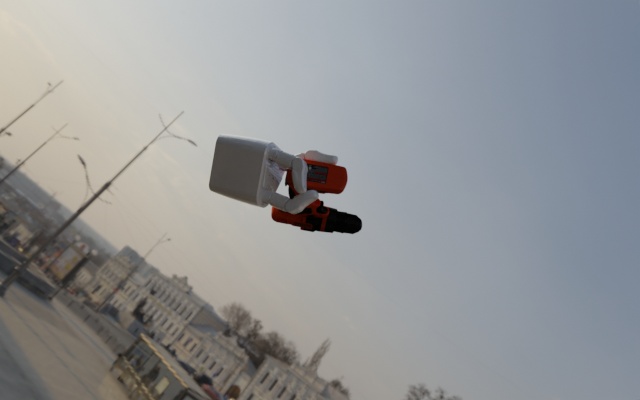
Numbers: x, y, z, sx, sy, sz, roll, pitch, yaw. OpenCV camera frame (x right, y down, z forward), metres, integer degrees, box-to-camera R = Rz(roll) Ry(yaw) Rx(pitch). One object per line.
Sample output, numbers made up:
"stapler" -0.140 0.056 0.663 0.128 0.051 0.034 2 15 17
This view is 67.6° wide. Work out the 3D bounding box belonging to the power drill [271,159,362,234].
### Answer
"power drill" 0.000 0.003 0.896 0.184 0.057 0.188 9 -31 -2
